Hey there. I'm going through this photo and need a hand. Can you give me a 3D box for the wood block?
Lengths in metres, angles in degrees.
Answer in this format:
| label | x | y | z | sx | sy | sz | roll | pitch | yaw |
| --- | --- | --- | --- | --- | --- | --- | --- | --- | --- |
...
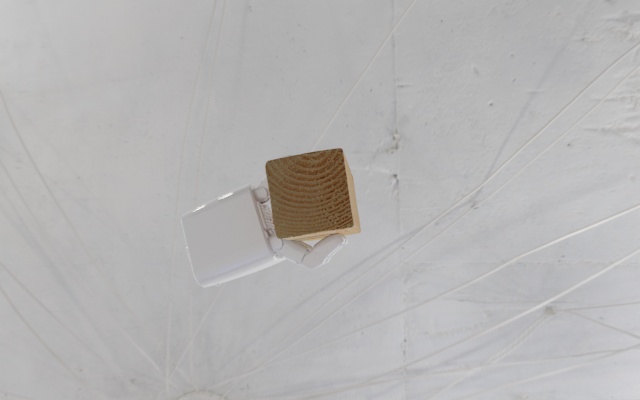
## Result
| label | x | y | z | sx | sy | sz | roll | pitch | yaw |
| --- | --- | --- | --- | --- | --- | --- | --- | --- | --- |
| wood block | 0.000 | 0.002 | 0.622 | 0.090 | 0.091 | 0.206 | -10 | -6 | 6 |
